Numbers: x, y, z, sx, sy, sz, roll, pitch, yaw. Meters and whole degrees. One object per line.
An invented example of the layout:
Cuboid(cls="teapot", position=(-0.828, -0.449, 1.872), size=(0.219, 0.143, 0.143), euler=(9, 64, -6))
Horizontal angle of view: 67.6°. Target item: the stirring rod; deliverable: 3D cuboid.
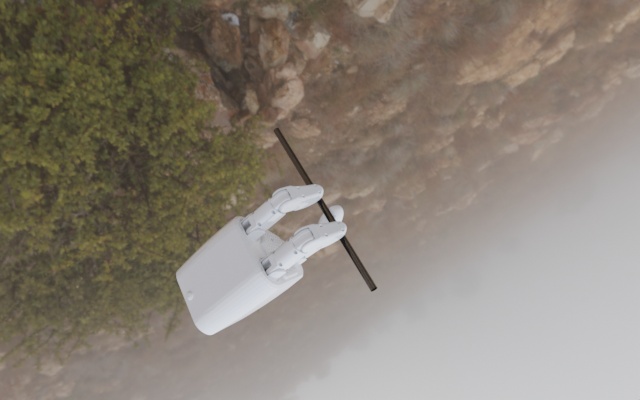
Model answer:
Cuboid(cls="stirring rod", position=(0.000, 0.002, 0.554), size=(0.011, 0.239, 0.011), euler=(-25, -27, -14))
